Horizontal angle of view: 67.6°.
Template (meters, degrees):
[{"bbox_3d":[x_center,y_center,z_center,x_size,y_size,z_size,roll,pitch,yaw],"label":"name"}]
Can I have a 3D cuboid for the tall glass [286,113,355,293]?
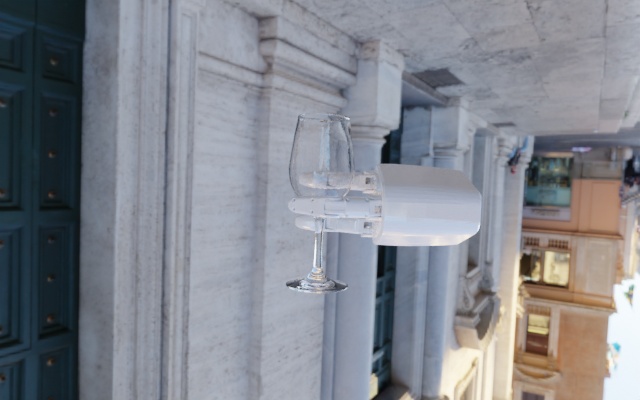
[{"bbox_3d":[0.000,0.003,0.562,0.079,0.201,0.079,2,3,0],"label":"tall glass"}]
